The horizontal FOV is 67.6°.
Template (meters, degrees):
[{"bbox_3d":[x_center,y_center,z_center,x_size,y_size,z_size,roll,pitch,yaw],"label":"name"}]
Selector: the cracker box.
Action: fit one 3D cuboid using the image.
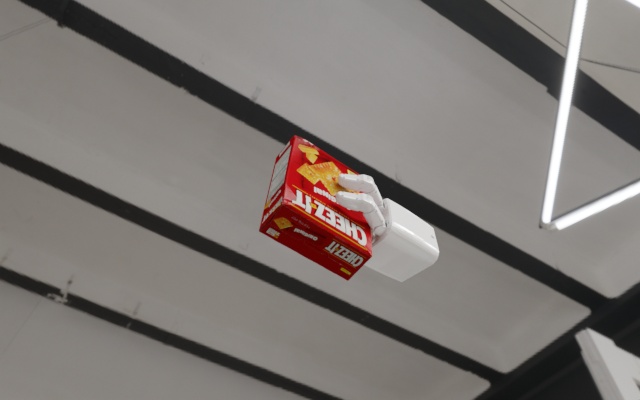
[{"bbox_3d":[0.000,0.003,0.777,0.164,0.072,0.213,31,31,-17],"label":"cracker box"}]
